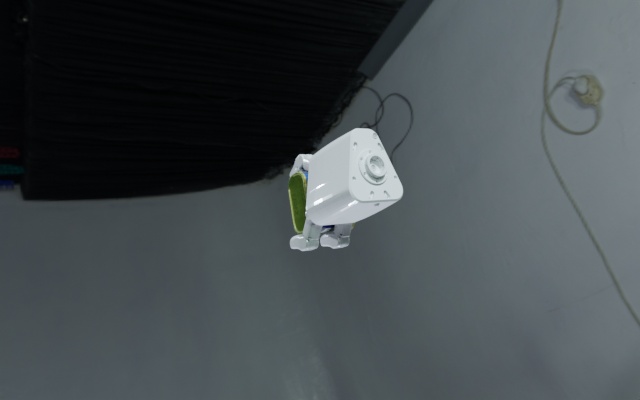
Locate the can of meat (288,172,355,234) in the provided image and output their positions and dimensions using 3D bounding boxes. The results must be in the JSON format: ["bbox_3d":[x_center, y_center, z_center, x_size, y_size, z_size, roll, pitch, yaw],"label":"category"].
[{"bbox_3d":[0.000,0.002,0.759,0.084,0.102,0.057,-3,-11,-34],"label":"can of meat"}]
